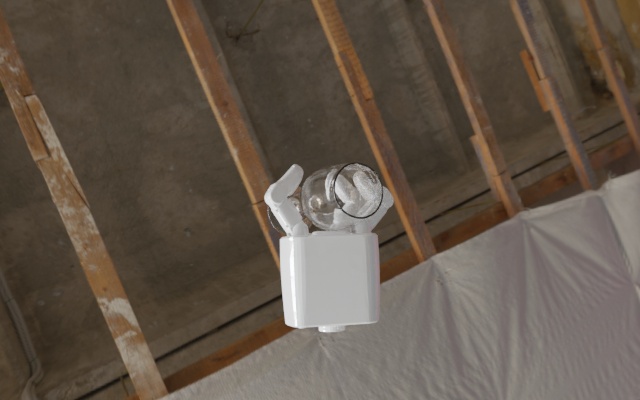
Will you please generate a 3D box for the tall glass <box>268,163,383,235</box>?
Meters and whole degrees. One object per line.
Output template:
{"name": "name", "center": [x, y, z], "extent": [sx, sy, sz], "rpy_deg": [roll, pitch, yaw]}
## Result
{"name": "tall glass", "center": [0.000, 0.002, 0.601], "extent": [0.079, 0.079, 0.201], "rpy_deg": [0, -8, -25]}
